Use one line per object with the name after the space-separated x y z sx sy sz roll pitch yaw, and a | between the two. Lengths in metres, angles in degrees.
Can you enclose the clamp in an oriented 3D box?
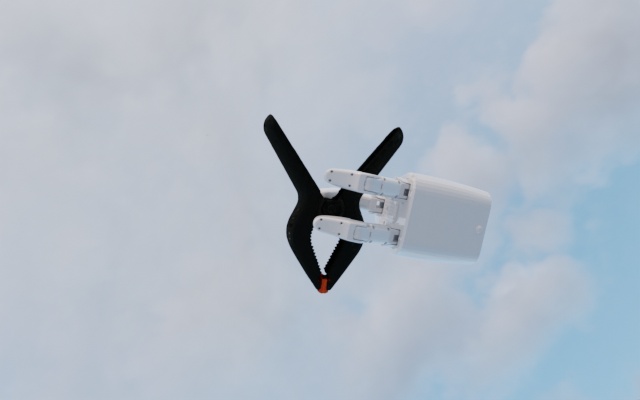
0.000 0.002 0.560 0.164 0.210 0.036 11 5 -11 | clamp
